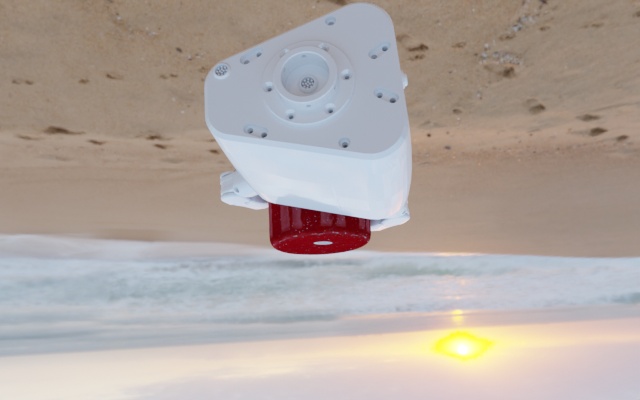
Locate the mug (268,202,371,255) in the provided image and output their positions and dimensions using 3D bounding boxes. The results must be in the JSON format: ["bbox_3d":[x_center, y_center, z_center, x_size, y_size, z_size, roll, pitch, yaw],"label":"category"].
[{"bbox_3d":[0.000,0.002,0.406,0.093,0.081,0.117,-6,-18,8],"label":"mug"}]
